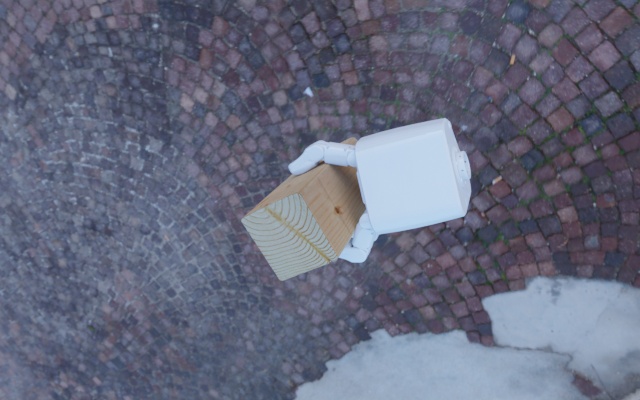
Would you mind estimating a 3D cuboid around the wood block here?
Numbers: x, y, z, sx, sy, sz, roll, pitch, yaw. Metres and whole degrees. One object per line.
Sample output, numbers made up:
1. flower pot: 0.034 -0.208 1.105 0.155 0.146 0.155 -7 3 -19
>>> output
1. wood block: 0.000 0.002 0.623 0.090 0.091 0.206 -24 12 30
